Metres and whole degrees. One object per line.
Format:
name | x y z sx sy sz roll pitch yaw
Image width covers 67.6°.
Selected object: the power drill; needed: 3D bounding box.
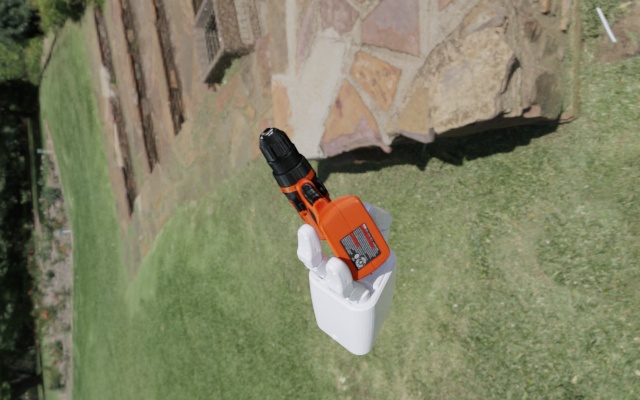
power drill | 0.000 0.002 0.589 0.057 0.184 0.187 -37 30 -5
